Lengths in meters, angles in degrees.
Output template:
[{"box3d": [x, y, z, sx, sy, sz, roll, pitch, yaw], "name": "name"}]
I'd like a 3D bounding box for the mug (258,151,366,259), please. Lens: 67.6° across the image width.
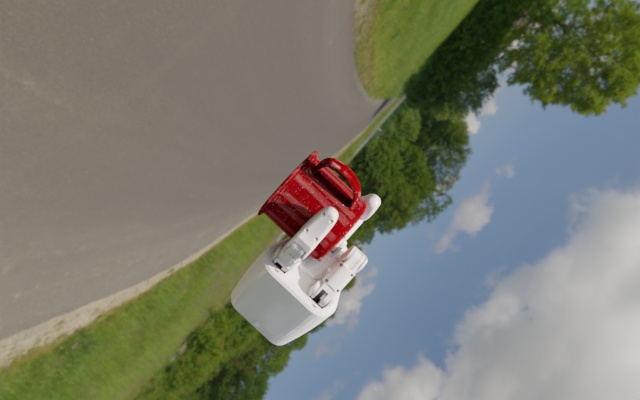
[{"box3d": [0.001, 0.001, 0.500, 0.117, 0.081, 0.093, -47, 1, 43], "name": "mug"}]
